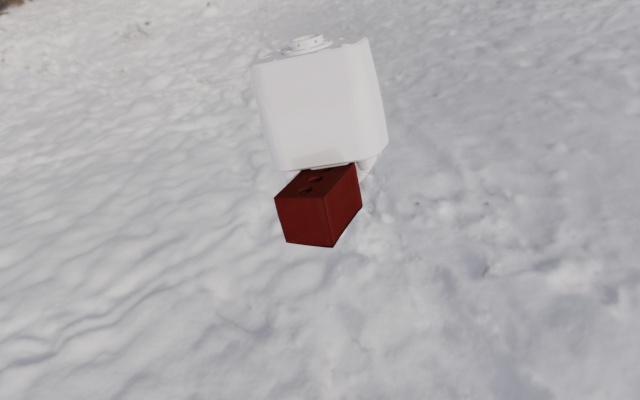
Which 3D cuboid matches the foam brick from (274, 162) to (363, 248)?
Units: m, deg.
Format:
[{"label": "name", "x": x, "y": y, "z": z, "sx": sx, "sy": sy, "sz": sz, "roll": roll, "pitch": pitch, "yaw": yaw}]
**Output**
[{"label": "foam brick", "x": 0.000, "y": 0.002, "z": 0.457, "sx": 0.053, "sy": 0.051, "sz": 0.078, "roll": 2, "pitch": 30, "yaw": 27}]
